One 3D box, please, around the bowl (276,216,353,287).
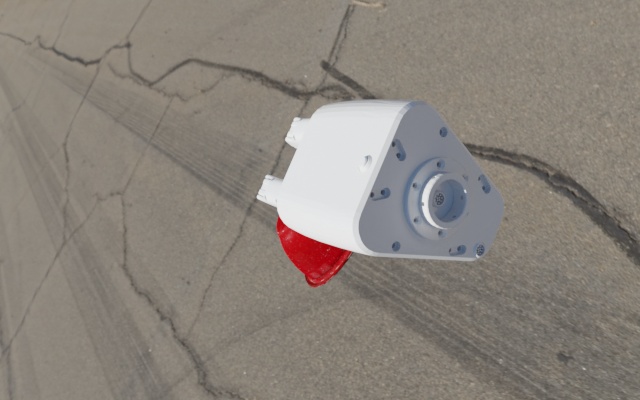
[{"bbox_3d":[-0.001,0.002,0.481,0.055,0.162,0.162,25,-7,-14],"label":"bowl"}]
